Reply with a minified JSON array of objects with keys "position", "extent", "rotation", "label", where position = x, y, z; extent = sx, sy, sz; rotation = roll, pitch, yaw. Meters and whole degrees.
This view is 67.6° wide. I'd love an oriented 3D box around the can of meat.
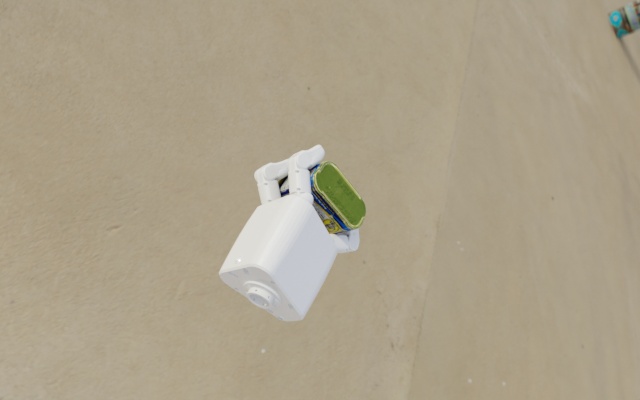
[{"position":[0.000,0.002,0.638],"extent":[0.084,0.102,0.057],"rotation":[-18,31,44],"label":"can of meat"}]
